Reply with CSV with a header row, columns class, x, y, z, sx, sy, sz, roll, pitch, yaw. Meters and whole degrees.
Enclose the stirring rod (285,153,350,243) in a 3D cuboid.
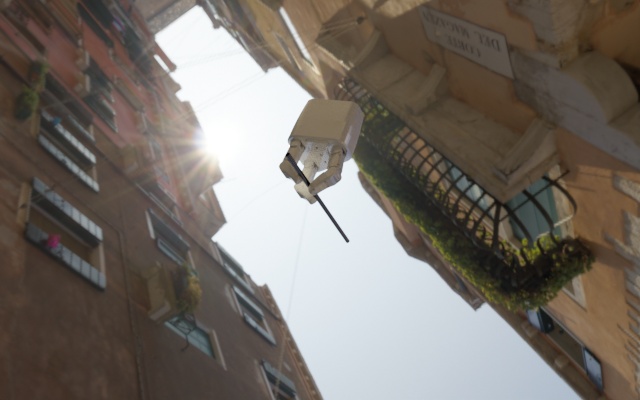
class,x,y,z,sx,sy,sz,roll,pitch,yaw
stirring rod,0.000,0.003,0.826,0.011,0.011,0.240,0,-38,33
